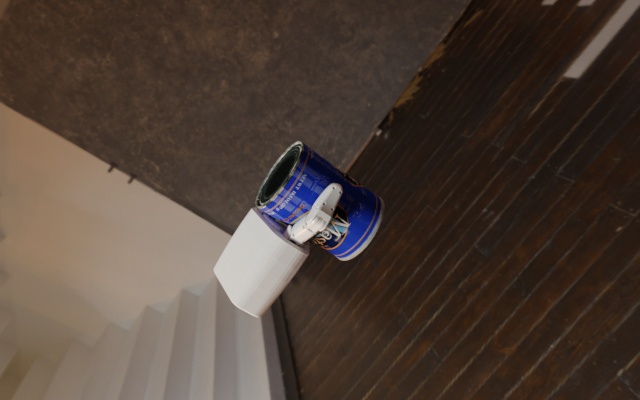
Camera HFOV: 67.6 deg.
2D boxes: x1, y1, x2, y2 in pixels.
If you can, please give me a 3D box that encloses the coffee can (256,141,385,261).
[{"bbox_3d":[0.000,0.002,0.638,0.140,0.103,0.103,34,-13,-20],"label":"coffee can"}]
